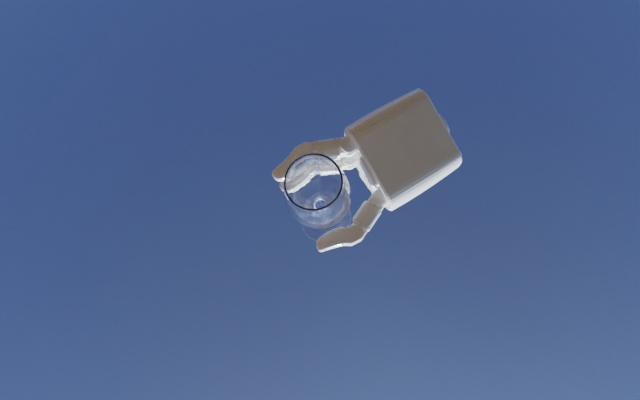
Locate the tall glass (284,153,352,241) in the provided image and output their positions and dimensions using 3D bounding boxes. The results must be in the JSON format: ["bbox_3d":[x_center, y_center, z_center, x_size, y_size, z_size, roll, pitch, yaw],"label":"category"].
[{"bbox_3d":[0.000,0.002,0.589,0.079,0.079,0.201,0,-12,5],"label":"tall glass"}]
